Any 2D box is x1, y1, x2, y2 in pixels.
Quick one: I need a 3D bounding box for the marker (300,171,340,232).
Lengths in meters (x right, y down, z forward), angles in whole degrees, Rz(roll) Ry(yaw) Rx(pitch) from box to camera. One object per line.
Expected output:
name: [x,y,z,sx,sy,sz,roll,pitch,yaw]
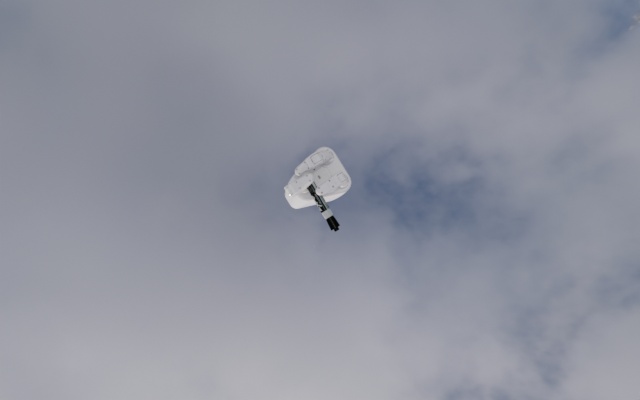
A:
marker: [0.000,0.003,0.872,0.020,0.121,0.020,-30,-3,-2]
